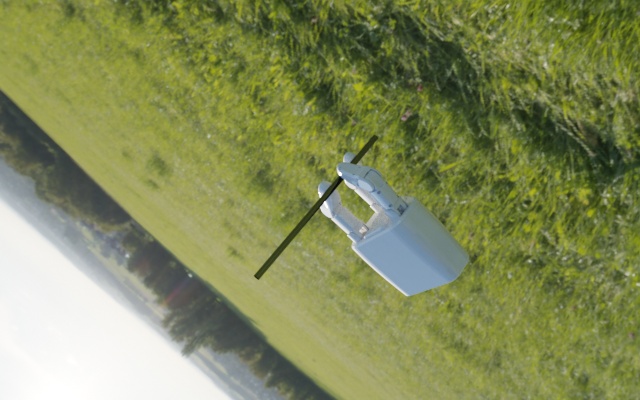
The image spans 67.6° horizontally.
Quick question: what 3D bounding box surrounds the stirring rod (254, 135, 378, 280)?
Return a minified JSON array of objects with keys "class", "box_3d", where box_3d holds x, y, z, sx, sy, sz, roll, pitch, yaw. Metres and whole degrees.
[{"class":"stirring rod","box_3d":[0.000,0.002,0.581,0.011,0.239,0.011,34,-23,16]}]
